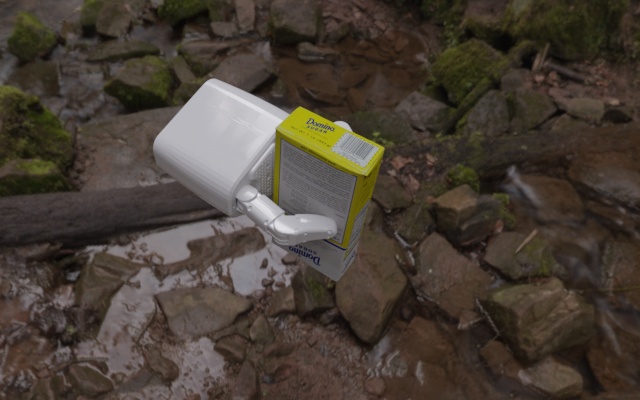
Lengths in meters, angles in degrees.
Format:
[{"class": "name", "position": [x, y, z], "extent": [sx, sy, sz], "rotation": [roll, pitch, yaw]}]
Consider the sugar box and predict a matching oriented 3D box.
[{"class": "sugar box", "position": [0.000, 0.001, 0.480], "extent": [0.093, 0.048, 0.176], "rotation": [30, -35, 16]}]
